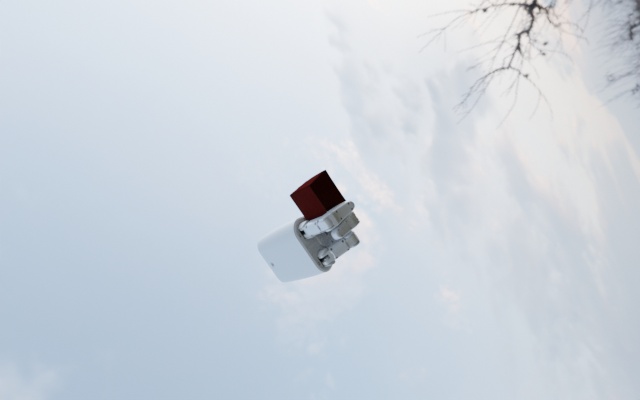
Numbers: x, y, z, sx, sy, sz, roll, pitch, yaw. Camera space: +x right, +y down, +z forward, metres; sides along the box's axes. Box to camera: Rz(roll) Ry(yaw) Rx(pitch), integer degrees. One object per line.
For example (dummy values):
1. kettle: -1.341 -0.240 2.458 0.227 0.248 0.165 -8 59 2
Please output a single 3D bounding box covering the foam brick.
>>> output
1. foam brick: 0.000 0.002 0.755 0.051 0.078 0.053 -24 14 44
